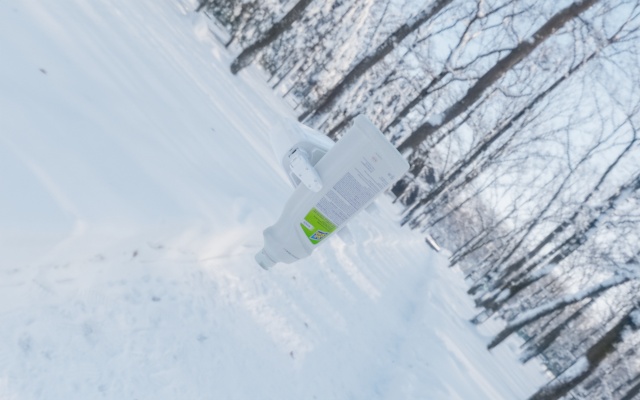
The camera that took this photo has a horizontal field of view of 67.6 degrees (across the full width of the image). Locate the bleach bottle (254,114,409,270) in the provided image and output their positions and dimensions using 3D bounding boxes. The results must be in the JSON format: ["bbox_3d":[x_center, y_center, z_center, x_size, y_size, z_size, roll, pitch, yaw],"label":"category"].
[{"bbox_3d":[0.000,0.002,0.670,0.103,0.251,0.068,42,10,-33],"label":"bleach bottle"}]
